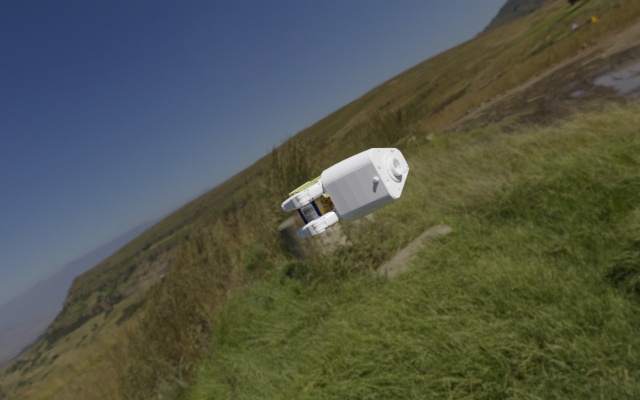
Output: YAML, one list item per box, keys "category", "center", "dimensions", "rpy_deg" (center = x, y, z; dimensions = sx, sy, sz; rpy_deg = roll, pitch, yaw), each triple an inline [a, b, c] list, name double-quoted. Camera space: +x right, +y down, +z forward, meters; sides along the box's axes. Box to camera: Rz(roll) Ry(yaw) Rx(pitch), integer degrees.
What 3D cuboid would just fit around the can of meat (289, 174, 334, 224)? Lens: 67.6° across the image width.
- category: "can of meat"
  center: [0.000, 0.003, 0.870]
  dimensions: [0.057, 0.084, 0.102]
  rpy_deg: [-25, 7, 40]
